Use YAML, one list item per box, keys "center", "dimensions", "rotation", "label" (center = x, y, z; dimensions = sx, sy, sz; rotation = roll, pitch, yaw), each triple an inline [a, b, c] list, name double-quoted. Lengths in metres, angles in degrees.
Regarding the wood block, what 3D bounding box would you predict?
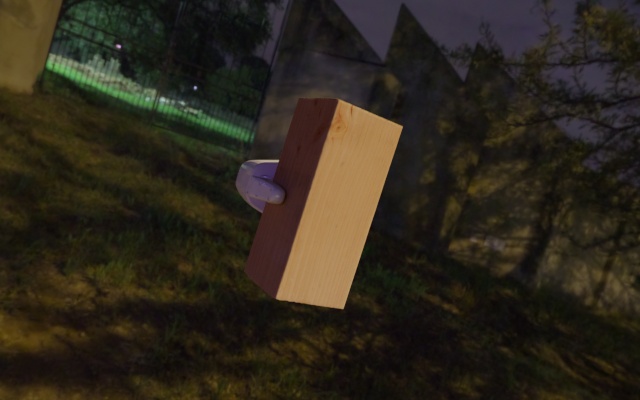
- center: [0.000, 0.001, 0.523]
  dimensions: [0.091, 0.206, 0.090]
  rotation: [16, 3, -31]
  label: "wood block"
